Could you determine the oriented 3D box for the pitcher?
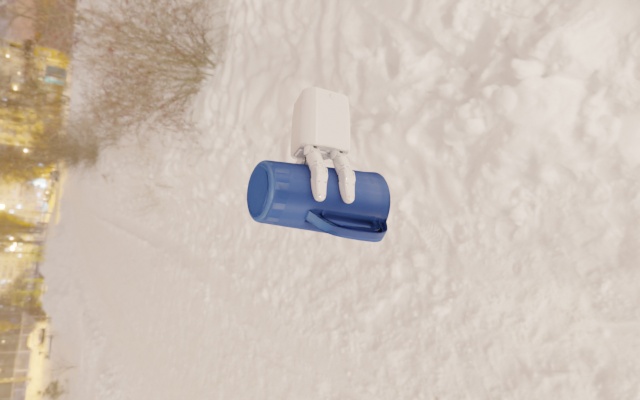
[{"bbox_3d":[0.000,0.003,0.859,0.243,0.145,0.149,7,-13,-30],"label":"pitcher"}]
